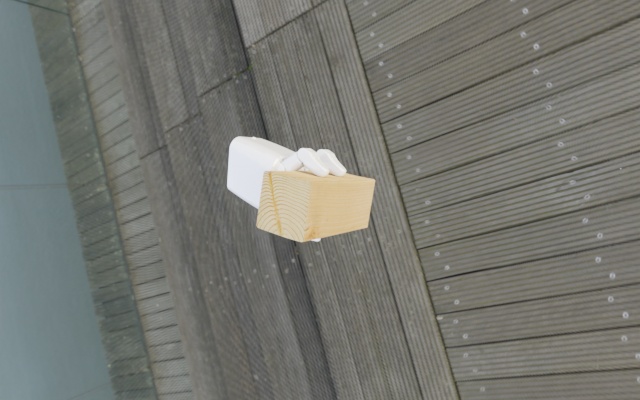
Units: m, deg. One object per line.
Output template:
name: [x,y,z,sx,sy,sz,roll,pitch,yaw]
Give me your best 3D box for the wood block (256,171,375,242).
wood block: [0.000,0.003,0.779,0.090,0.091,0.206,15,11,31]
